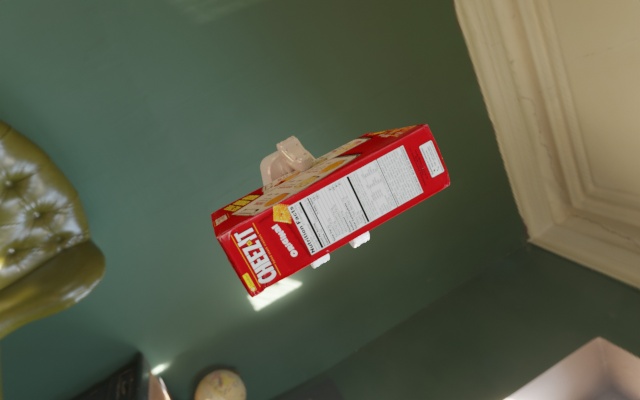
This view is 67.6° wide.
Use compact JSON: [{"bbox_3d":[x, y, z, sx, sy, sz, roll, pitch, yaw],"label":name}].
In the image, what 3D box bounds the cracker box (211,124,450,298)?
[{"bbox_3d":[0.000,0.001,0.493,0.213,0.072,0.164,-29,11,-10],"label":"cracker box"}]
